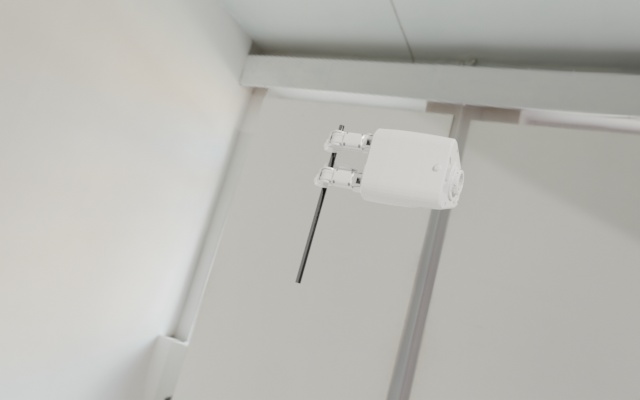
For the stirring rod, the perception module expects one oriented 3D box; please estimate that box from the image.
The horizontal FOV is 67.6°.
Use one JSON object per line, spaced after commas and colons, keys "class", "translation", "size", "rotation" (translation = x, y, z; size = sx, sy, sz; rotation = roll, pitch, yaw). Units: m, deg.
{"class": "stirring rod", "translation": [0.000, 0.002, 0.693], "size": [0.011, 0.239, 0.011], "rotation": [15, -10, 3]}
